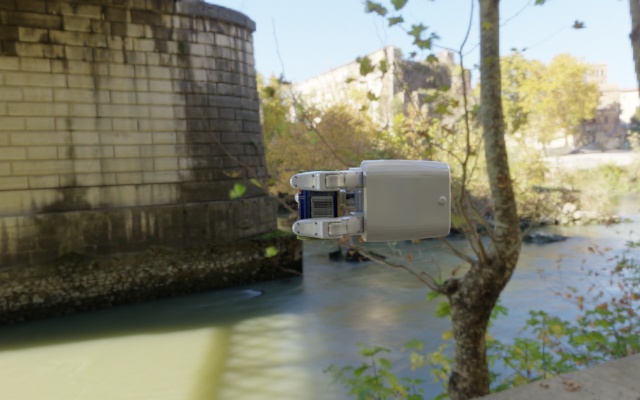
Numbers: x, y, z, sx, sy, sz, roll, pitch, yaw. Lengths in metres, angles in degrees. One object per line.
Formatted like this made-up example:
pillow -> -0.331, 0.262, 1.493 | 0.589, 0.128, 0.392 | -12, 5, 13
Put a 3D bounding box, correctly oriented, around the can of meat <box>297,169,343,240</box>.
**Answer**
can of meat -> 0.000, 0.002, 0.617 | 0.057, 0.084, 0.102 | -1, 5, 3
